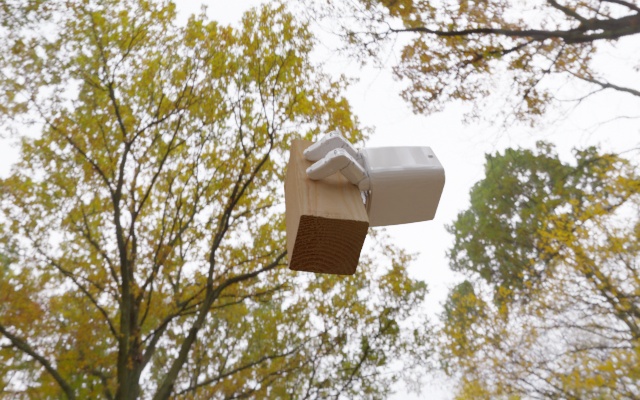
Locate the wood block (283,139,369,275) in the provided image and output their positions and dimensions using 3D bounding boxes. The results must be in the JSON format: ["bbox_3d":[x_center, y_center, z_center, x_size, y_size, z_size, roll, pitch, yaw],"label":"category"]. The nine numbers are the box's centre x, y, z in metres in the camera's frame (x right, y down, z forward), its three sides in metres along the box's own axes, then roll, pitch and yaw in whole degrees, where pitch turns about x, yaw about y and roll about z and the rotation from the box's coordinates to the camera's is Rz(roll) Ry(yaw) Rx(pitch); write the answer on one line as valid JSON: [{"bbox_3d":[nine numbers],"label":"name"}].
[{"bbox_3d":[0.000,0.002,0.681,0.090,0.091,0.206,6,32,-10],"label":"wood block"}]
